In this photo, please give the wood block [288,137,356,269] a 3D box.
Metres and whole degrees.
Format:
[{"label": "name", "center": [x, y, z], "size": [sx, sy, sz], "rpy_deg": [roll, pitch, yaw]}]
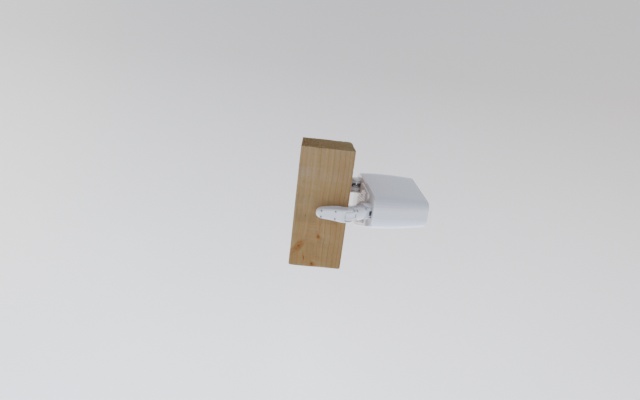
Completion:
[{"label": "wood block", "center": [0.001, 0.003, 0.827], "size": [0.090, 0.206, 0.090], "rpy_deg": [6, 16, -3]}]
